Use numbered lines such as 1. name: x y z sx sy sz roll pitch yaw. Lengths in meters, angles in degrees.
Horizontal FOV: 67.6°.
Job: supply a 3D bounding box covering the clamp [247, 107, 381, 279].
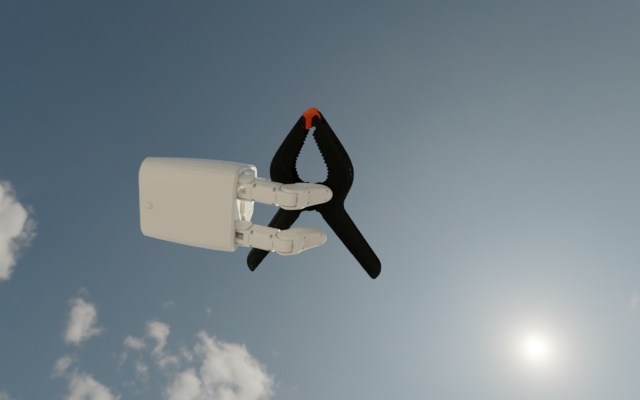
1. clamp: 0.000 0.001 0.550 0.164 0.210 0.036 8 23 3
